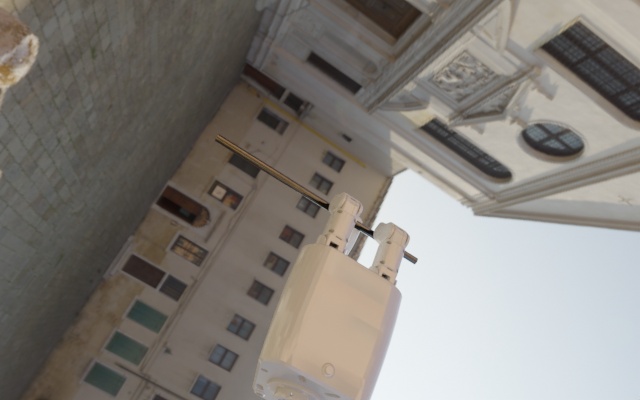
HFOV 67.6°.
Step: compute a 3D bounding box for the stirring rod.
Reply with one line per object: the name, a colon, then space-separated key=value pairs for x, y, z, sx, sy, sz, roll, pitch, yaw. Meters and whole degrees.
stirring rod: x=0.000 y=0.002 z=0.484 sx=0.239 sy=0.011 sz=0.011 roll=32 pitch=-6 yaw=-10
